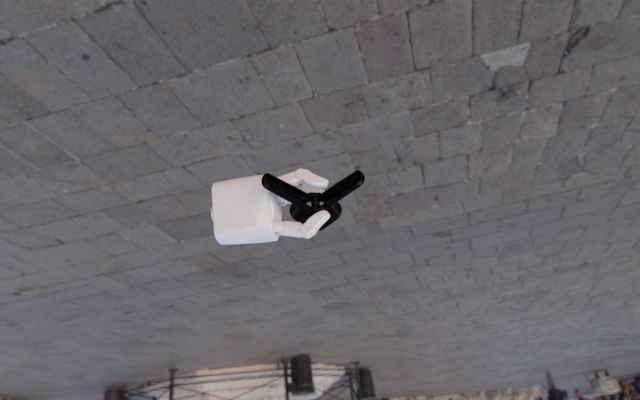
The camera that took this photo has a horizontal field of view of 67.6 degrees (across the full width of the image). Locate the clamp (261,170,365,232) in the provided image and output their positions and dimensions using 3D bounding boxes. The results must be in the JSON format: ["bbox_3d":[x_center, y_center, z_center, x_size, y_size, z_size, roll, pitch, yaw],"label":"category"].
[{"bbox_3d":[0.000,0.004,0.838,0.164,0.036,0.210,-4,-26,8],"label":"clamp"}]
